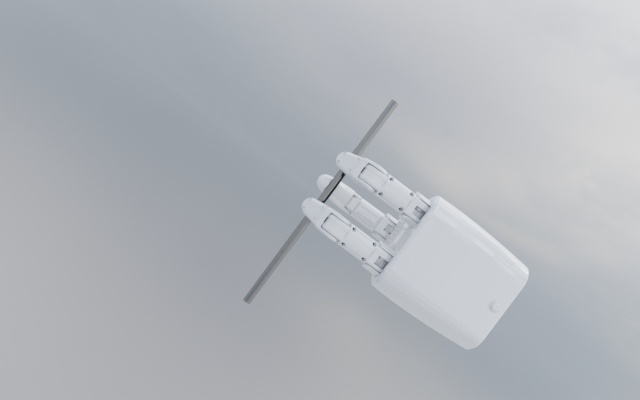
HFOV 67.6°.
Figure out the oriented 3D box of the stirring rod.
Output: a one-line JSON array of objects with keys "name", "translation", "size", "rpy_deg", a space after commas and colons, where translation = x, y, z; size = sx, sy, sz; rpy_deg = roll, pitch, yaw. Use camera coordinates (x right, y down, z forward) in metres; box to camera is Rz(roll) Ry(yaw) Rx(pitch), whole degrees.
[{"name": "stirring rod", "translation": [0.000, 0.002, 0.462], "size": [0.011, 0.239, 0.011], "rpy_deg": [37, 1, 0]}]
